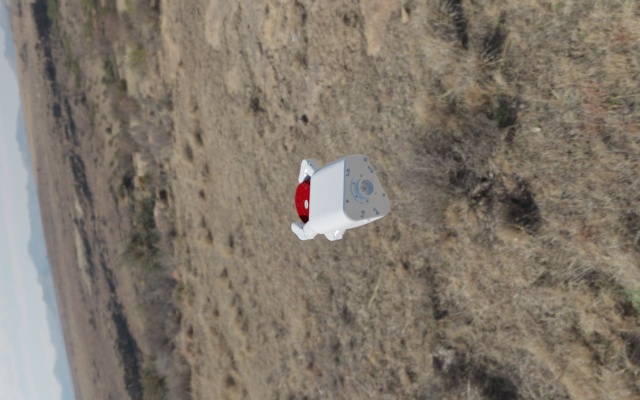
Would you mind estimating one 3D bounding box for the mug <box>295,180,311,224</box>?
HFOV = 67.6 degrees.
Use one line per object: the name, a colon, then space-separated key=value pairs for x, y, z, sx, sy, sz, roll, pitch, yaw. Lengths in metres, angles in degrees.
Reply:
mug: x=-0.001 y=0.003 z=0.887 sx=0.081 sy=0.093 sz=0.117 roll=-9 pitch=-8 yaw=-31
